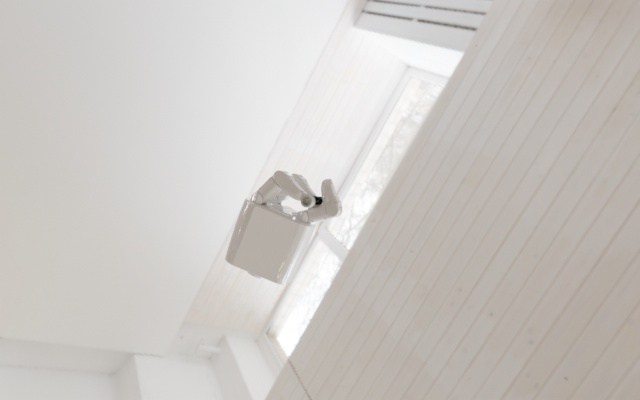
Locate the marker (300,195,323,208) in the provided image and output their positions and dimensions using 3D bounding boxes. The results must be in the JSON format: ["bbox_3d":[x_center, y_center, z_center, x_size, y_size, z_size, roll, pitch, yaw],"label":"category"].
[{"bbox_3d":[0.000,0.002,0.759,0.020,0.020,0.121,0,-1,21],"label":"marker"}]
